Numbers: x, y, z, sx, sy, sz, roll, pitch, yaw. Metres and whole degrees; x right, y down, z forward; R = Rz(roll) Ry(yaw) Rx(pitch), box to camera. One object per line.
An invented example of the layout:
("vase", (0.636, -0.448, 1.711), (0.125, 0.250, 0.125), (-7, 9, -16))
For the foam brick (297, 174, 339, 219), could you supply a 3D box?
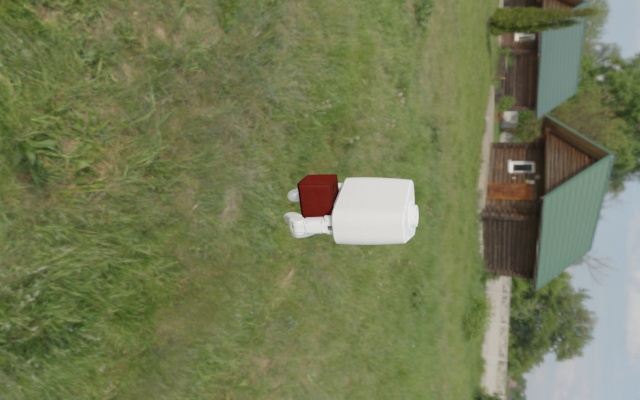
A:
("foam brick", (0.000, 0.002, 0.738), (0.051, 0.078, 0.053), (-1, 21, 17))
